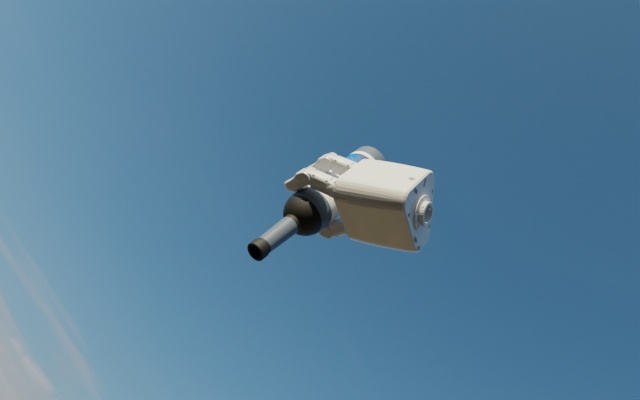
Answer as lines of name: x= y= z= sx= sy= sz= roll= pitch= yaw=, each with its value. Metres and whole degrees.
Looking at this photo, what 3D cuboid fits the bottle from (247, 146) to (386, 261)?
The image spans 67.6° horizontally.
bottle: x=0.000 y=0.002 z=0.717 sx=0.069 sy=0.069 sz=0.295 roll=0 pitch=26 yaw=40
